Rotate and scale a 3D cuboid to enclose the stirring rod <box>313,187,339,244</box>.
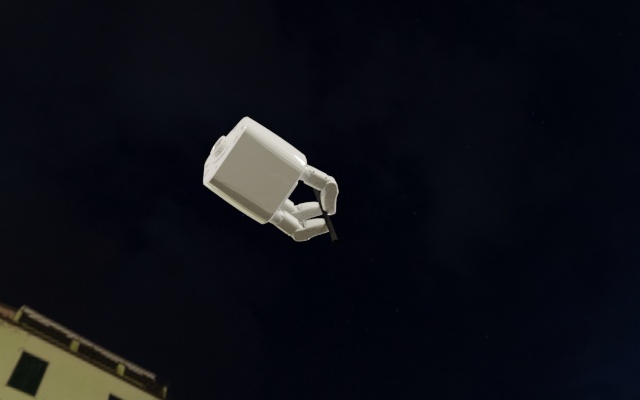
[{"bbox_3d":[0.000,0.002,0.765,0.011,0.011,0.239,0,27,-11],"label":"stirring rod"}]
